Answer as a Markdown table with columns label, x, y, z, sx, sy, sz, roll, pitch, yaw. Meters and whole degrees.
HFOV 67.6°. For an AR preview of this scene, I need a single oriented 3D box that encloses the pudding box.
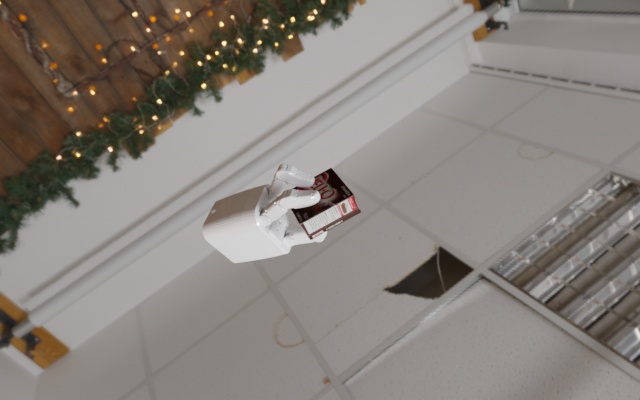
| label | x | y | z | sx | sy | sz | roll | pitch | yaw |
| --- | --- | --- | --- | --- | --- | --- | --- | --- | --- |
| pudding box | 0.000 | 0.003 | 0.730 | 0.090 | 0.039 | 0.113 | -29 | 32 | -3 |
